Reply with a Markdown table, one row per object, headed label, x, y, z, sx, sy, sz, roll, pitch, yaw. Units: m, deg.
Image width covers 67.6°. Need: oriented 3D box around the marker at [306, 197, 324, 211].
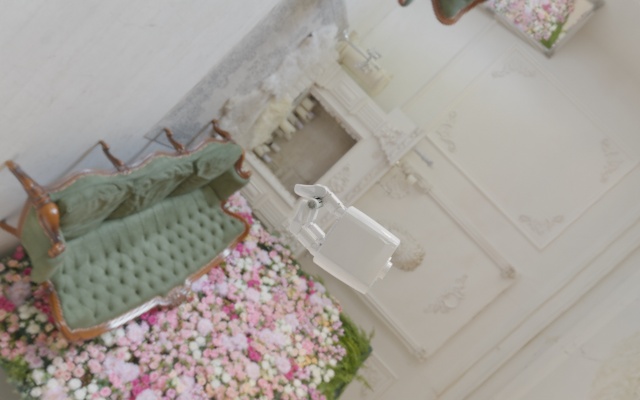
| label | x | y | z | sx | sy | sz | roll | pitch | yaw |
| --- | --- | --- | --- | --- | --- | --- | --- | --- | --- |
| marker | 0.000 | 0.003 | 0.845 | 0.020 | 0.020 | 0.121 | 0 | 4 | 14 |
